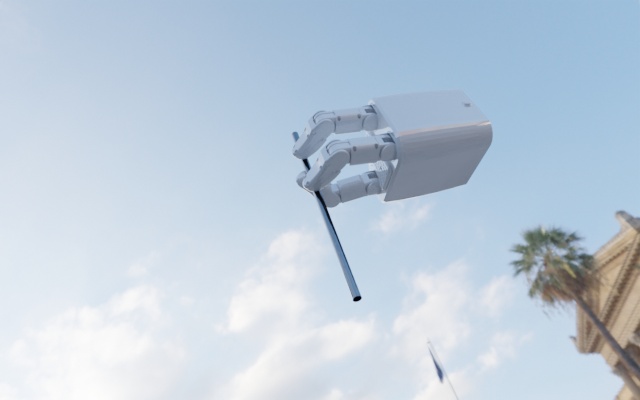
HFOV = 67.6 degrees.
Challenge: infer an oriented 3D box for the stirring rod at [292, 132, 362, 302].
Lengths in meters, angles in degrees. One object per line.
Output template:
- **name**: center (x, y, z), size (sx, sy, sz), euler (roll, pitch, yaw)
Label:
- **stirring rod**: center (0.000, 0.002, 0.477), size (0.011, 0.011, 0.239), euler (0, 41, -20)
